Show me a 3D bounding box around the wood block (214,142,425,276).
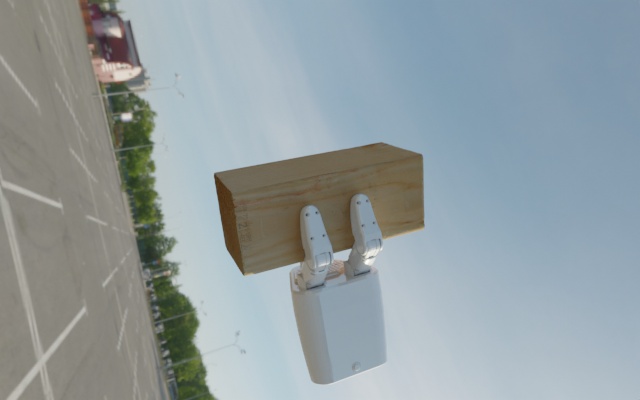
[{"bbox_3d":[0.000,0.002,0.519,0.206,0.090,0.090,-12,19,-20],"label":"wood block"}]
